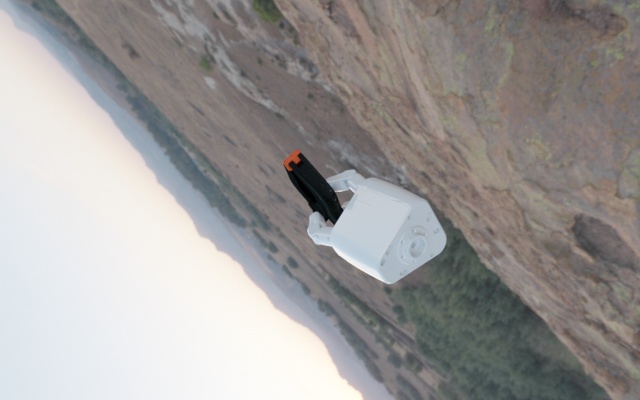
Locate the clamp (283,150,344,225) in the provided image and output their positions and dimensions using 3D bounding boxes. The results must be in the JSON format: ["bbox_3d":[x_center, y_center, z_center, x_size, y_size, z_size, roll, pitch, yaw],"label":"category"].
[{"bbox_3d":[-0.001,0.003,0.750,0.210,0.036,0.164,53,-15,-31],"label":"clamp"}]
